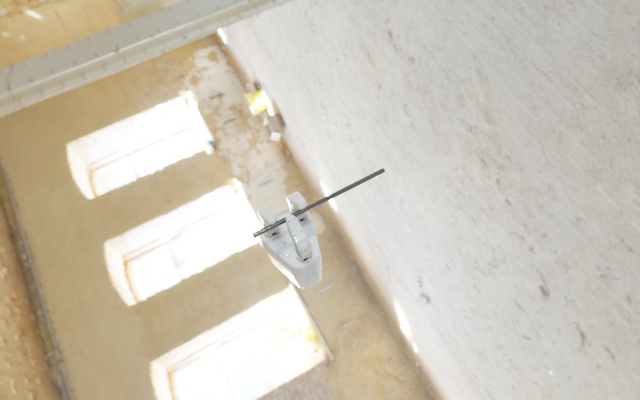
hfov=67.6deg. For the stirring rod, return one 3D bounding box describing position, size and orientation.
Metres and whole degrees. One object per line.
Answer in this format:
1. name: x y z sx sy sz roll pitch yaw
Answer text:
1. stirring rod: 0.000 0.003 0.767 0.239 0.011 0.011 -27 6 -12
